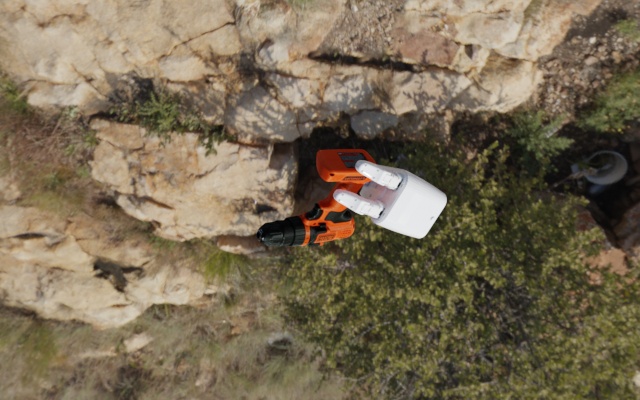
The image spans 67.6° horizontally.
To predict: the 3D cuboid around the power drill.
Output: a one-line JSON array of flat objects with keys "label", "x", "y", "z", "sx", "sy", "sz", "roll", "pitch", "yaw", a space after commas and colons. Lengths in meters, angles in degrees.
[{"label": "power drill", "x": 0.001, "y": 0.002, "z": 0.775, "sx": 0.184, "sy": 0.057, "sz": 0.188, "roll": -7, "pitch": -39, "yaw": -34}]
